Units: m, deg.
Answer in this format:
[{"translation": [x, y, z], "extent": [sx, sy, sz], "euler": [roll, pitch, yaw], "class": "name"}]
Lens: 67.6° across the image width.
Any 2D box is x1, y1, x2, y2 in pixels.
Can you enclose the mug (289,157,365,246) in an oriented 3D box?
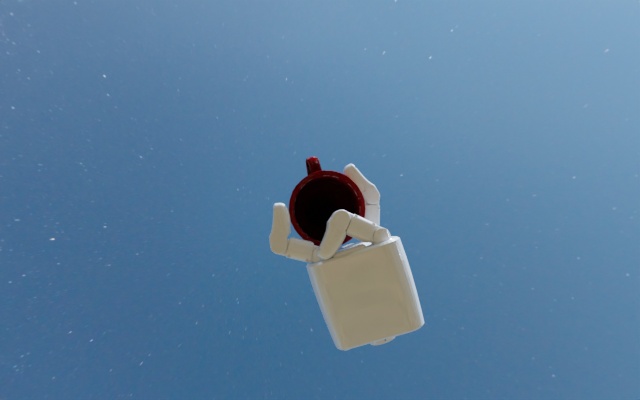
[{"translation": [0.000, 0.001, 0.611], "extent": [0.093, 0.117, 0.081], "euler": [-16, -3, -8], "class": "mug"}]
